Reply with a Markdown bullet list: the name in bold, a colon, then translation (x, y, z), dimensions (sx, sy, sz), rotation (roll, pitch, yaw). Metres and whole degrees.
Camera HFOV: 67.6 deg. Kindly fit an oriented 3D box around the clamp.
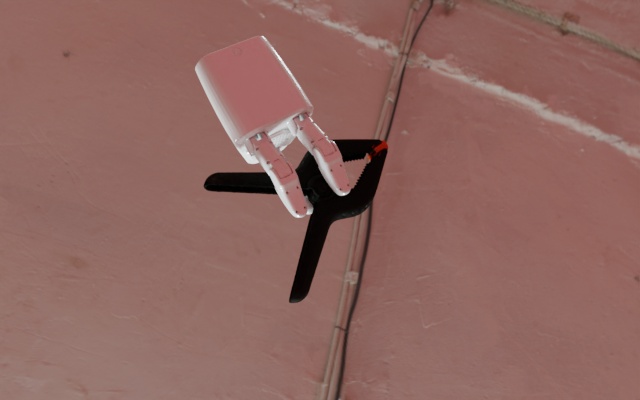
- **clamp**: translation (0.000, 0.002, 0.537), dimensions (0.210, 0.164, 0.036), rotation (-28, -7, -20)
